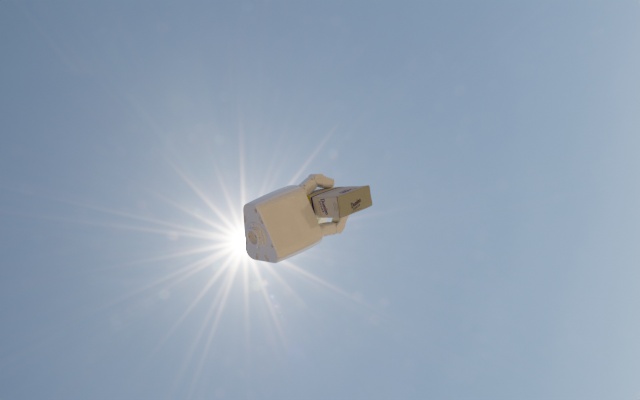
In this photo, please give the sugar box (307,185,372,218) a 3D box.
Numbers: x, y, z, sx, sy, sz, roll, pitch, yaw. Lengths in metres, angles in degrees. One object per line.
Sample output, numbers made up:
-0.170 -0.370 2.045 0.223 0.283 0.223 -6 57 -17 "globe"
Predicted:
0.000 0.004 0.899 0.176 0.048 0.093 2 15 45 "sugar box"
